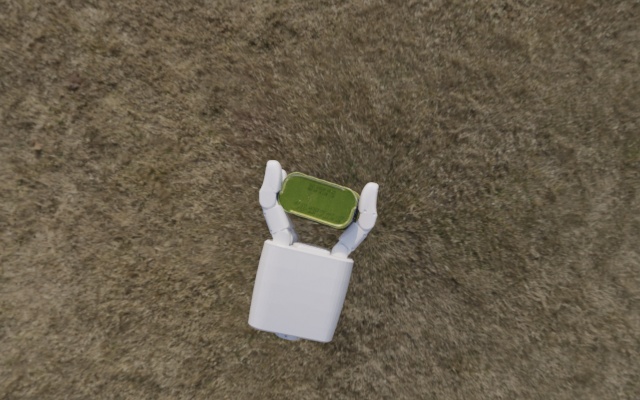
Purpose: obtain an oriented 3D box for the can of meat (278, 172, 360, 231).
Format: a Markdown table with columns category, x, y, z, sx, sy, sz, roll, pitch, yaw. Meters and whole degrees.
| category | x | y | z | sx | sy | sz | roll | pitch | yaw |
| --- | --- | --- | --- | --- | --- | --- | --- | --- | --- |
| can of meat | 0.000 | 0.002 | 0.617 | 0.102 | 0.057 | 0.084 | 17 | -1 | 7 |
